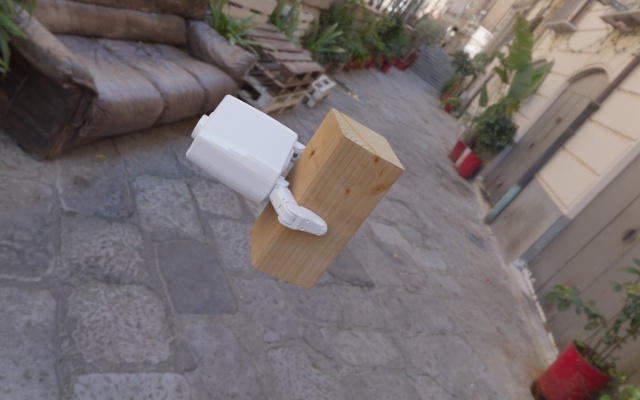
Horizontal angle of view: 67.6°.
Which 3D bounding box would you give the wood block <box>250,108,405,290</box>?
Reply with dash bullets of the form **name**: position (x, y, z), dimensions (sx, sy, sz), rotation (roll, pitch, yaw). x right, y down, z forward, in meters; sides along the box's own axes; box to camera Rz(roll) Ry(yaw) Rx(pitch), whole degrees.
- **wood block**: position (0.000, 0.002, 0.611), dimensions (0.090, 0.206, 0.090), rotation (26, 25, -23)
